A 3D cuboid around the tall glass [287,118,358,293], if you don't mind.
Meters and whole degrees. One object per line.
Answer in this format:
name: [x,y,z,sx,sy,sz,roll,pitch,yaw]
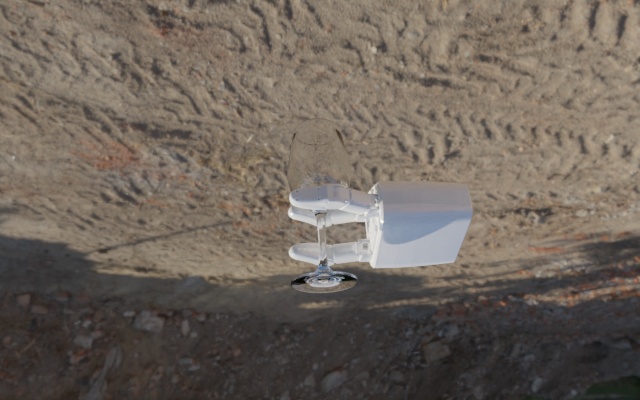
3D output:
tall glass: [0.000,0.002,0.567,0.079,0.201,0.079,-3,-26,-1]
